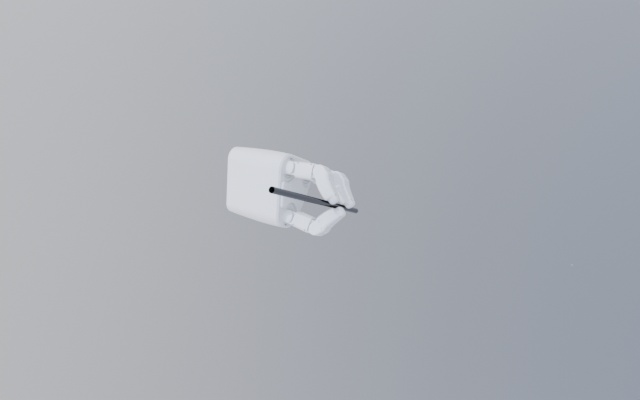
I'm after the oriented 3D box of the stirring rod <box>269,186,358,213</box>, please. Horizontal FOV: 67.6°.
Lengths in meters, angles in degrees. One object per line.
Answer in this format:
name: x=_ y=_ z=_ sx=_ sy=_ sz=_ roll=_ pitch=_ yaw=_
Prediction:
stirring rod: x=0.000 y=0.002 z=0.647 sx=0.011 sy=0.011 sz=0.239 roll=0 pitch=-7 yaw=28
